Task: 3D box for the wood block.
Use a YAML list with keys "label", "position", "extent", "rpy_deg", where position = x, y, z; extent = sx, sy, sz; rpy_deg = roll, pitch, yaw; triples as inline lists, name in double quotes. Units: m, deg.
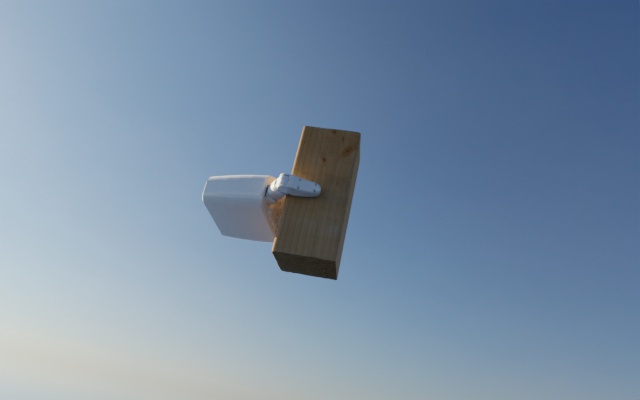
- label: "wood block"
  position: [0.000, 0.002, 0.716]
  extent: [0.090, 0.206, 0.091]
  rpy_deg: [8, -24, 8]
